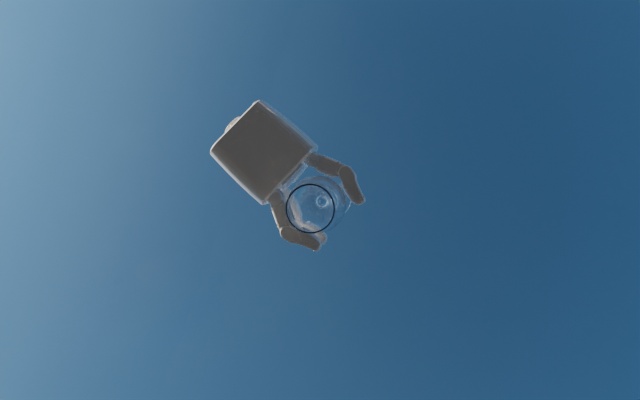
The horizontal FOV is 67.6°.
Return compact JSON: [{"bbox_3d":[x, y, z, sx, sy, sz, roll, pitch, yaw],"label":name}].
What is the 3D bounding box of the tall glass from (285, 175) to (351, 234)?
[{"bbox_3d":[0.000,0.002,0.682,0.079,0.079,0.201,0,5,7],"label":"tall glass"}]
